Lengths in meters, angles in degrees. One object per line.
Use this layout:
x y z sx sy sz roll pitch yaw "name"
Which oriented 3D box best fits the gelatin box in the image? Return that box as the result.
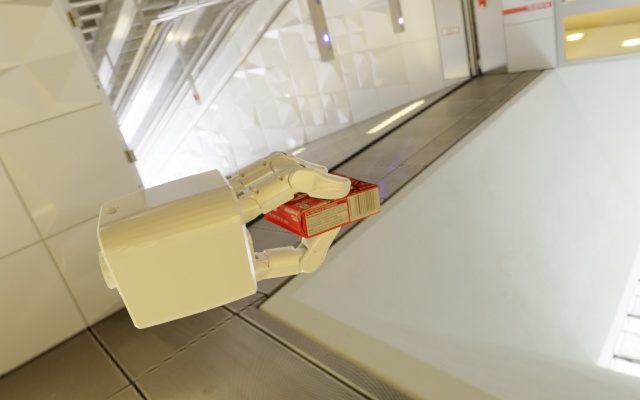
0.000 0.002 0.453 0.089 0.030 0.073 -18 22 -30 "gelatin box"
